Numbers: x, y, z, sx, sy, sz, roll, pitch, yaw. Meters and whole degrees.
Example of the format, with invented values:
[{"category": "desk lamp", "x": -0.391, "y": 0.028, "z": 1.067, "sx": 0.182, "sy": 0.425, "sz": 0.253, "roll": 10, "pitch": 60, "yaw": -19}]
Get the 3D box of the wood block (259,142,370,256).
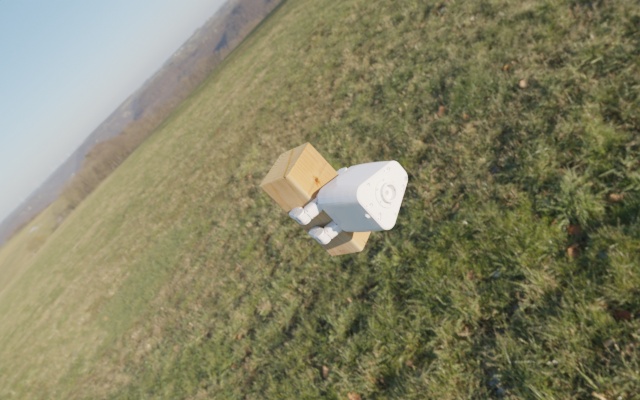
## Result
[{"category": "wood block", "x": 0.000, "y": 0.003, "z": 0.896, "sx": 0.090, "sy": 0.090, "sz": 0.206, "roll": -17, "pitch": -55, "yaw": 47}]
